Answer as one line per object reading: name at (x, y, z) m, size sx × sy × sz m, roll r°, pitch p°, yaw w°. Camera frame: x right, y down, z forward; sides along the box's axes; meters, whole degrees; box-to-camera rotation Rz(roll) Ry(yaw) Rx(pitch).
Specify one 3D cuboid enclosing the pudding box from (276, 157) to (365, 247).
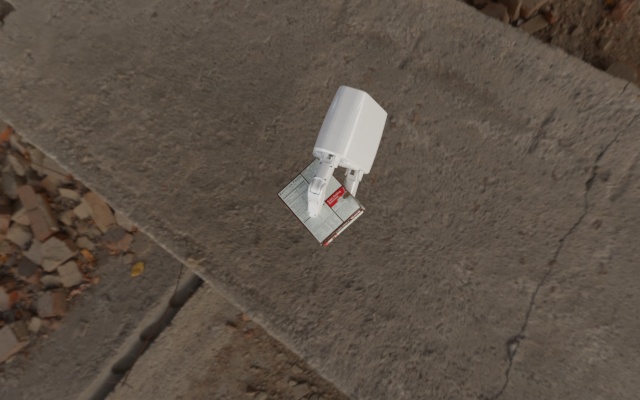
pudding box at (0.000, 0.002, 0.752) m, size 0.090 × 0.113 × 0.039 m, roll -42°, pitch -15°, yaw 4°
